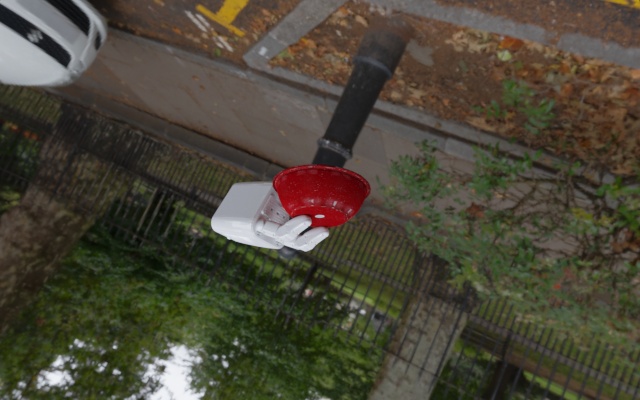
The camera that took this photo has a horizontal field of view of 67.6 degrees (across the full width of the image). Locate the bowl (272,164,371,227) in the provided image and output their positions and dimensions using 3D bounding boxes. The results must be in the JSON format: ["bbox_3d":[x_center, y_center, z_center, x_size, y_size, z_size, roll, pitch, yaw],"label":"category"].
[{"bbox_3d":[0.001,0.003,0.771,0.162,0.055,0.162,3,-24,1],"label":"bowl"}]
